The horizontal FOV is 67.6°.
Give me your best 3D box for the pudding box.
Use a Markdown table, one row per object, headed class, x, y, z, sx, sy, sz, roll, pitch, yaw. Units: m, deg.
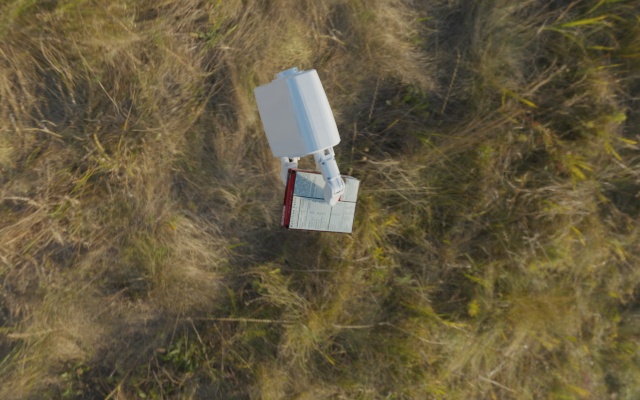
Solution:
| class | x | y | z | sx | sy | sz | roll | pitch | yaw |
| --- | --- | --- | --- | --- | --- | --- | --- | --- | --- |
| pudding box | 0.000 | 0.002 | 0.730 | 0.113 | 0.090 | 0.039 | 6 | 6 | -23 |
